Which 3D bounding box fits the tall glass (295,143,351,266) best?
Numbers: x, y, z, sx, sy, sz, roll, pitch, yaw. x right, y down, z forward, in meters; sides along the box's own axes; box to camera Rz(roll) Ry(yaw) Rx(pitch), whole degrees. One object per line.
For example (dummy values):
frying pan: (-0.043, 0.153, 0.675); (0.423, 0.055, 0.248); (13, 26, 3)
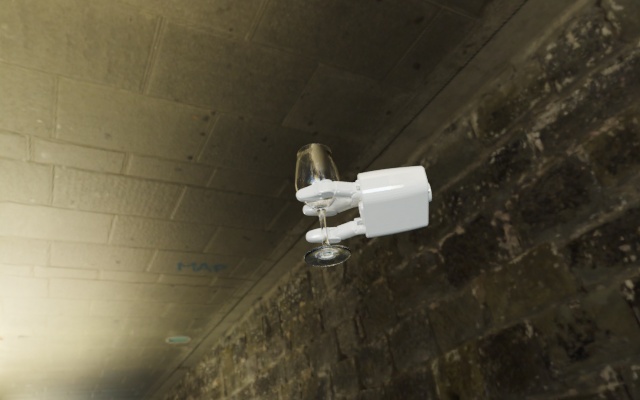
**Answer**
tall glass: (0.000, 0.003, 0.794); (0.079, 0.201, 0.079); (-6, -30, -3)
